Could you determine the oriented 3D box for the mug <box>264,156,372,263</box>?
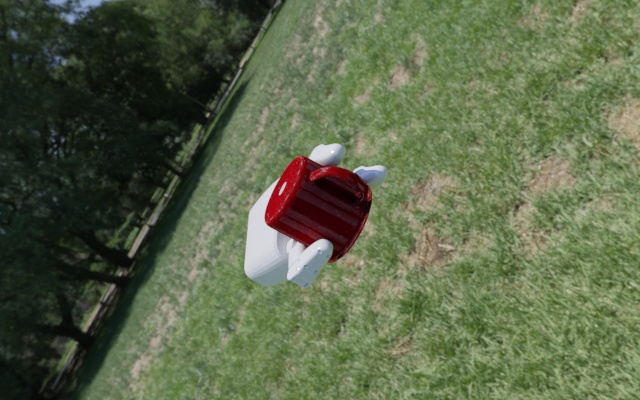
[{"bbox_3d":[0.001,0.001,0.488,0.081,0.093,0.117,28,-34,-17],"label":"mug"}]
